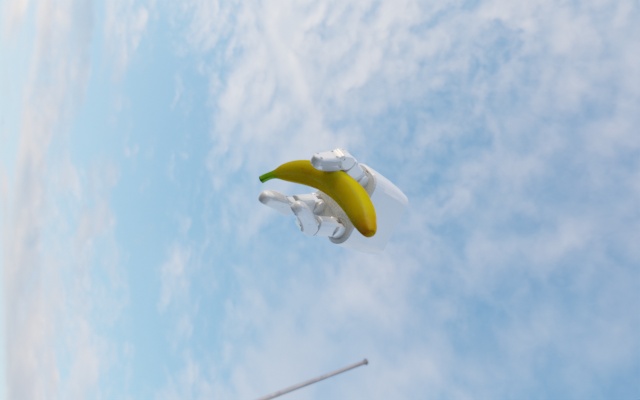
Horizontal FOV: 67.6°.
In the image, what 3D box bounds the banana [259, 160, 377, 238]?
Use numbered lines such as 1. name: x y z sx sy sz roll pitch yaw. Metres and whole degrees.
1. banana: 0.009 -0.013 0.618 0.197 0.069 0.037 25 -20 37
